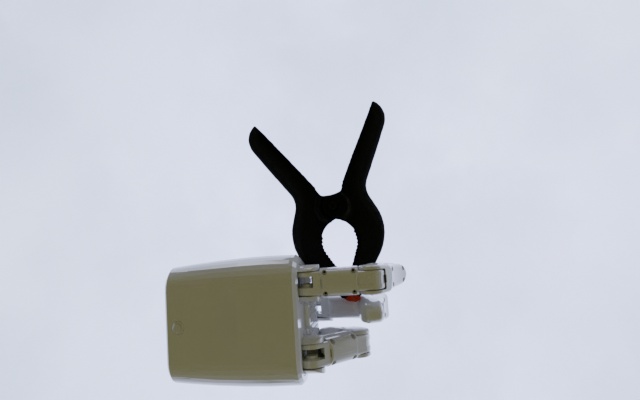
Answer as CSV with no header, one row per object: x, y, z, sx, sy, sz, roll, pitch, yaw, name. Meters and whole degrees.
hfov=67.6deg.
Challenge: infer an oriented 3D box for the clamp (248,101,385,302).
0.000,0.002,0.414,0.120,0.171,0.039,-4,-8,8,clamp
